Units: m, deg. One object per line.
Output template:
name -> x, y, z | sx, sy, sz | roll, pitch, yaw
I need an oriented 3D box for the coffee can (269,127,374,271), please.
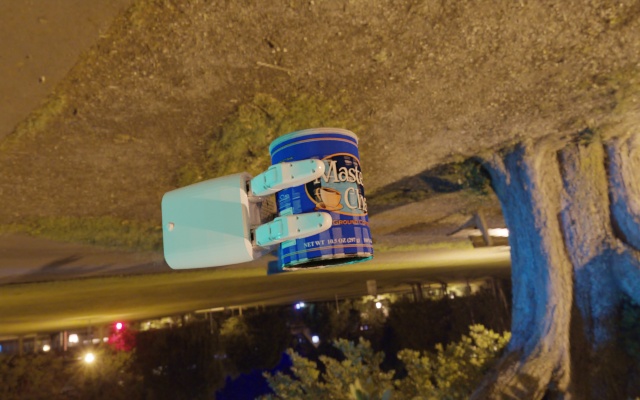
coffee can -> 0.000, 0.002, 0.538 | 0.103, 0.140, 0.103 | -7, -13, -2
